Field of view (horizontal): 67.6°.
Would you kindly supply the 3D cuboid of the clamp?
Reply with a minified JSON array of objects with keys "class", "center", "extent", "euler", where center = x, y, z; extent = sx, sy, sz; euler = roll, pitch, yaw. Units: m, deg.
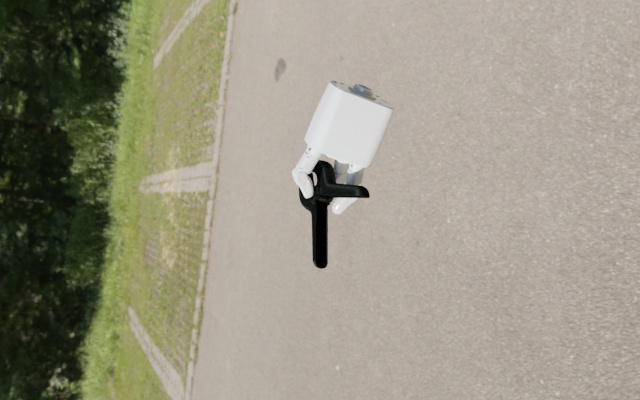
[{"class":"clamp","center":[-0.001,0.002,0.826],"extent":[0.036,0.165,0.210],"euler":[13,25,-31]}]
